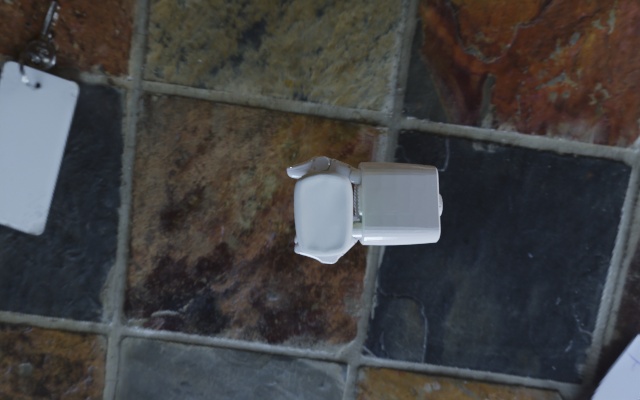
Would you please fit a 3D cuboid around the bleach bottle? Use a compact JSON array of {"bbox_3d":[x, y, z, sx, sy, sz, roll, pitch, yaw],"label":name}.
[{"bbox_3d":[0.000,0.002,0.665,0.068,0.102,0.251,-1,8,-2],"label":"bleach bottle"}]
